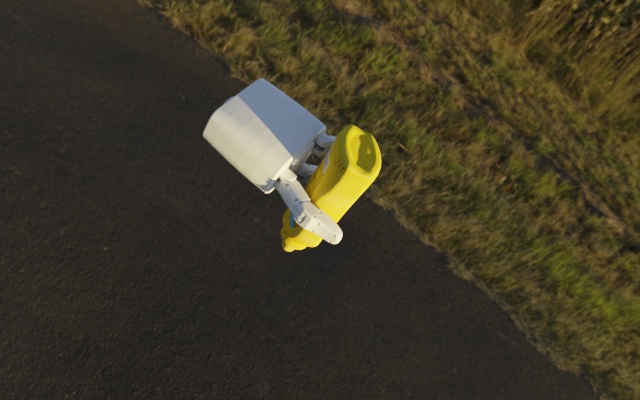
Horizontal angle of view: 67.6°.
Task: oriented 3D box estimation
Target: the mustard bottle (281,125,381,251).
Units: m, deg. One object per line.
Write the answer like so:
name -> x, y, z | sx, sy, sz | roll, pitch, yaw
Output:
mustard bottle -> 0.001, 0.002, 0.596 | 0.058, 0.096, 0.192 | 25, -51, -17
